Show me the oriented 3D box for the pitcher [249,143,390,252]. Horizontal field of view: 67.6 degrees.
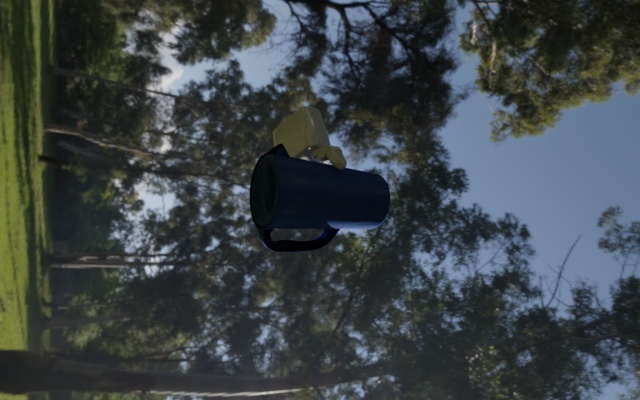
[{"bbox_3d":[0.000,0.003,0.869,0.243,0.145,0.149,6,-37,-29],"label":"pitcher"}]
